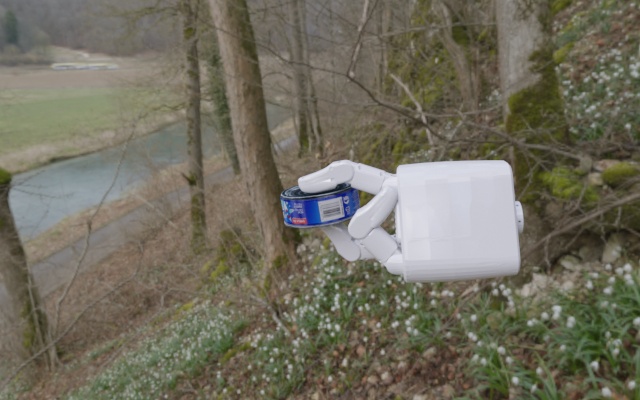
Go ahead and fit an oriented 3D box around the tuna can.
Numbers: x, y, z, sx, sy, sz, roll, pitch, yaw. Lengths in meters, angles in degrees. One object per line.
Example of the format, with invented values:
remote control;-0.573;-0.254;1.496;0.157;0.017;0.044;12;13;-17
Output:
tuna can;0.000;0.001;0.521;0.086;0.034;0.086;-9;13;2
